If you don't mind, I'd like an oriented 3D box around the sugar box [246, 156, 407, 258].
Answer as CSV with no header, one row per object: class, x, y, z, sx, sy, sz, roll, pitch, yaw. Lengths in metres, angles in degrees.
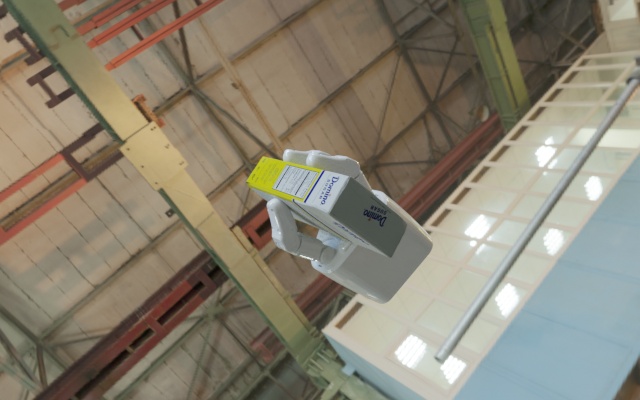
sugar box,0.000,0.001,0.504,0.093,0.048,0.176,36,-13,-34
